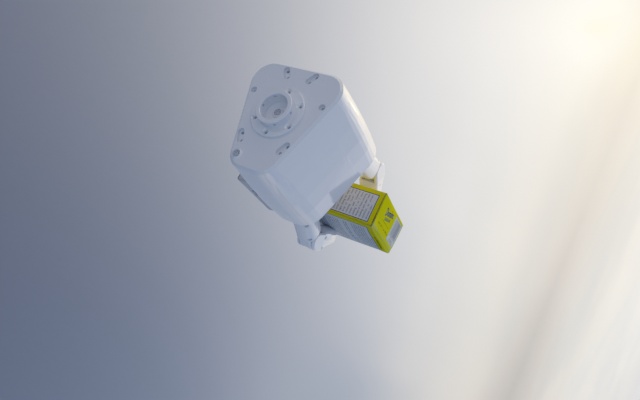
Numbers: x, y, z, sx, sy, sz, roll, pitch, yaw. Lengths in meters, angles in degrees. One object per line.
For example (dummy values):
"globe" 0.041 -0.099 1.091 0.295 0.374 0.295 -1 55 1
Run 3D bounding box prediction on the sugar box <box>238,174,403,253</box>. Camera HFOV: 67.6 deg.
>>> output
"sugar box" 0.000 0.001 0.550 0.176 0.048 0.093 22 -16 28
